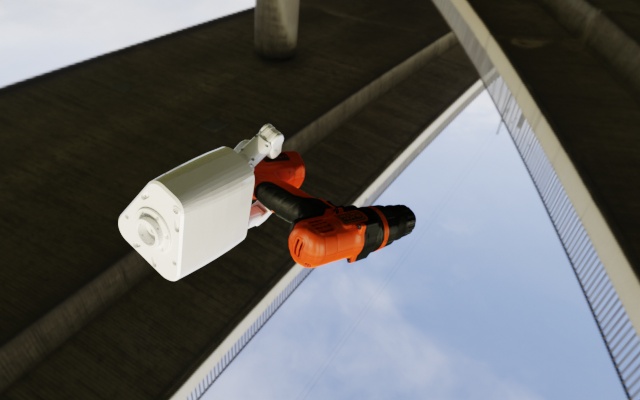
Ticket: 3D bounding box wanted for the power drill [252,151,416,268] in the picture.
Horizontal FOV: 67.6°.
[{"bbox_3d":[0.000,0.002,0.566,0.184,0.057,0.187,-9,33,-44],"label":"power drill"}]
